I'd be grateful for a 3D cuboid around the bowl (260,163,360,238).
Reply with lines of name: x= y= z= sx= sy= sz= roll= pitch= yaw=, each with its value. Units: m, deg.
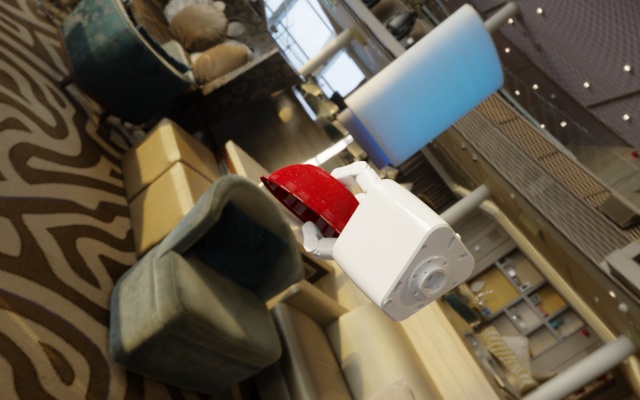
bowl: x=-0.001 y=0.001 z=0.621 sx=0.162 sy=0.055 sz=0.162 roll=37 pitch=-10 yaw=8
